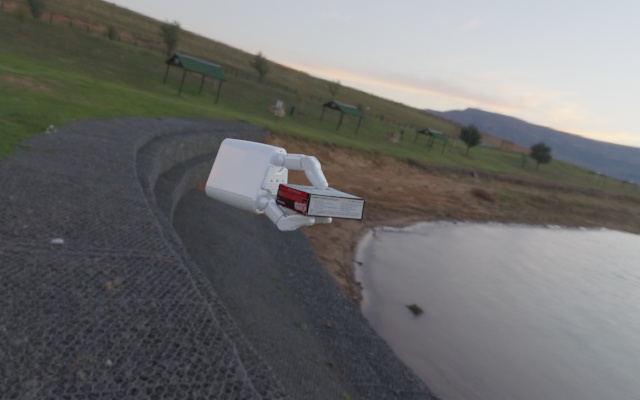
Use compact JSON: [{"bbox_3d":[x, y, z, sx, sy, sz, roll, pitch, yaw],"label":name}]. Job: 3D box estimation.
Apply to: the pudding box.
[{"bbox_3d":[0.000,0.002,0.749,0.113,0.039,0.090,4,10,-36],"label":"pudding box"}]
